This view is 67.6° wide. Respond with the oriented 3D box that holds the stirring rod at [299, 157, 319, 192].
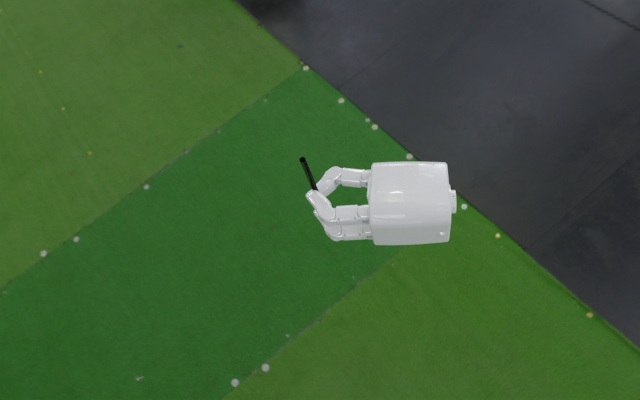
[{"bbox_3d":[0.000,0.002,0.707,0.011,0.011,0.240,0,-27,12],"label":"stirring rod"}]
